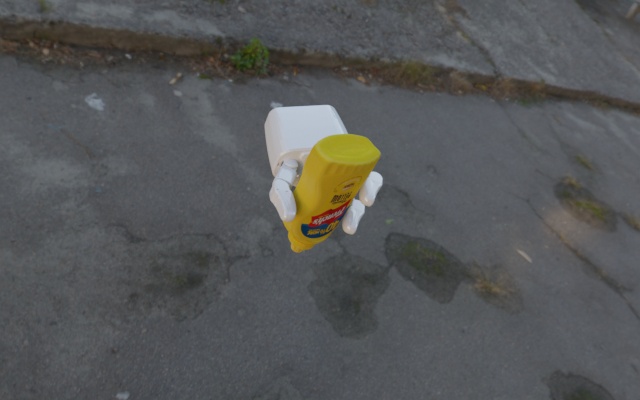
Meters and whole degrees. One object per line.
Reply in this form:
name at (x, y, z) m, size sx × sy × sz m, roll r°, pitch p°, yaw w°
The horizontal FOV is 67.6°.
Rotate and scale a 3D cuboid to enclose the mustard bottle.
mustard bottle at (0.000, 0.002, 0.632) m, size 0.096 × 0.058 × 0.192 m, roll -15°, pitch -35°, yaw -41°
